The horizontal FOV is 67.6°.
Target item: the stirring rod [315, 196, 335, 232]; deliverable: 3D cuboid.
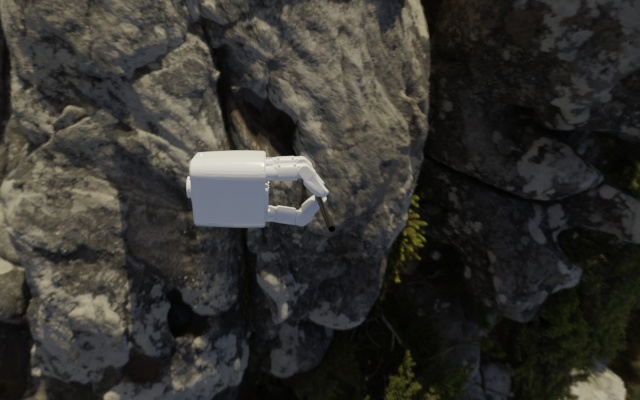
[{"bbox_3d":[0.000,0.002,0.683,0.011,0.011,0.239,0,15,-7],"label":"stirring rod"}]
